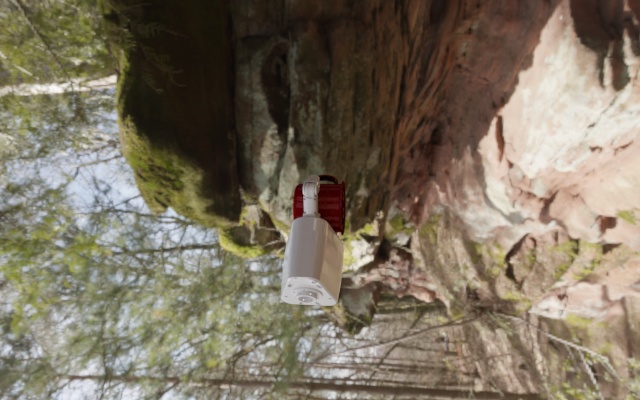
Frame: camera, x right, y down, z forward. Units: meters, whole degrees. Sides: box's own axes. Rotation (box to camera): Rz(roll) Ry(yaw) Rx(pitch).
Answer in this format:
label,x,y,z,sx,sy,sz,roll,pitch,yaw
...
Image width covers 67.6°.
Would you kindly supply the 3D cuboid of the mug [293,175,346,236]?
label,x,y,z,sx,sy,sz,roll,pitch,yaw
mug,0.000,0.001,0.820,0.081,0.117,0.093,1,-34,7
